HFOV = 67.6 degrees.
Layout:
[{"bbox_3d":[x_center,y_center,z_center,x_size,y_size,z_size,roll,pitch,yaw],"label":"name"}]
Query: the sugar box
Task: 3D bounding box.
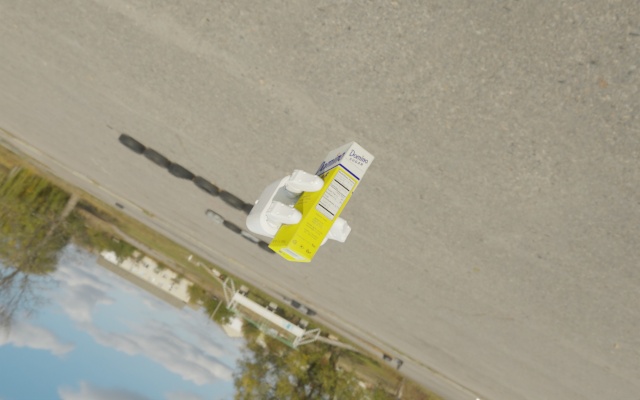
[{"bbox_3d":[0.000,0.002,0.676,0.048,0.176,0.093,34,-16,-16],"label":"sugar box"}]
